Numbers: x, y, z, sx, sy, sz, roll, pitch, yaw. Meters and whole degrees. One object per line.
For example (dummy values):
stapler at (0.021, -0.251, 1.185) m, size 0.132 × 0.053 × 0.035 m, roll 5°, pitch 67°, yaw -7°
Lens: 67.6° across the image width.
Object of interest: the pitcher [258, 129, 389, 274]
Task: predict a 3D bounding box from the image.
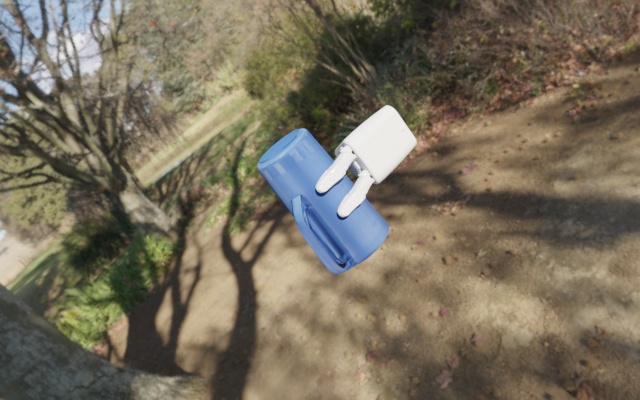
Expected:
pitcher at (0.000, 0.003, 0.836) m, size 0.145 × 0.243 × 0.149 m, roll -42°, pitch 18°, yaw -10°
